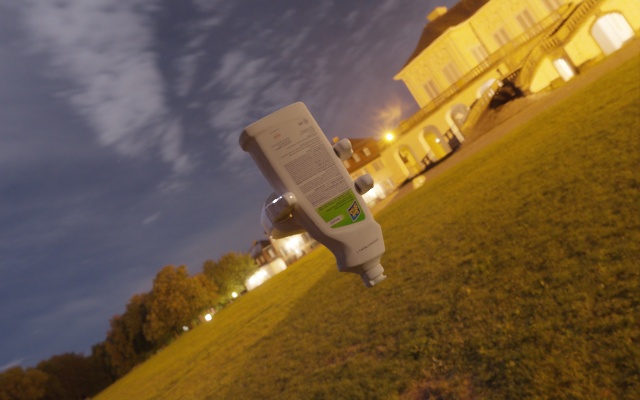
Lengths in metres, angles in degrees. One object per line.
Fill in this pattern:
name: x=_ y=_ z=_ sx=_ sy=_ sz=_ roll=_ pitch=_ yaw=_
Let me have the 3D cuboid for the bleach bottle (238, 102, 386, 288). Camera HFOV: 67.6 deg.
bleach bottle: x=0.000 y=0.002 z=0.618 sx=0.102 sy=0.251 sz=0.068 roll=-30 pitch=-5 yaw=-17
